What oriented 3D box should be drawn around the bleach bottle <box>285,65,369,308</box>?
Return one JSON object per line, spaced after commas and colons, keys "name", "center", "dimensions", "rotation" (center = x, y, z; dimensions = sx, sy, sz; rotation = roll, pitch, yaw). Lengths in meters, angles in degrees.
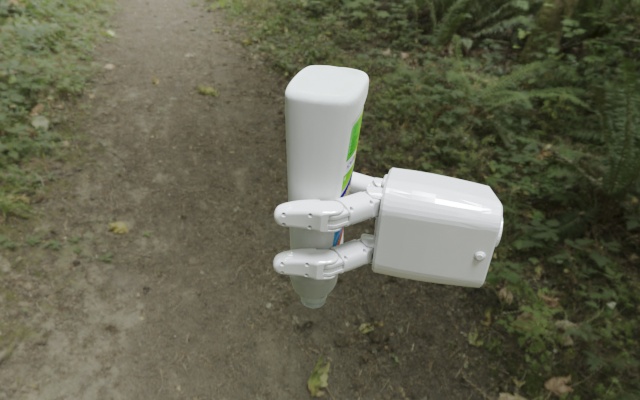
{"name": "bleach bottle", "center": [0.000, 0.002, 0.484], "dimensions": [0.068, 0.251, 0.102], "rotation": [9, 32, 9]}
